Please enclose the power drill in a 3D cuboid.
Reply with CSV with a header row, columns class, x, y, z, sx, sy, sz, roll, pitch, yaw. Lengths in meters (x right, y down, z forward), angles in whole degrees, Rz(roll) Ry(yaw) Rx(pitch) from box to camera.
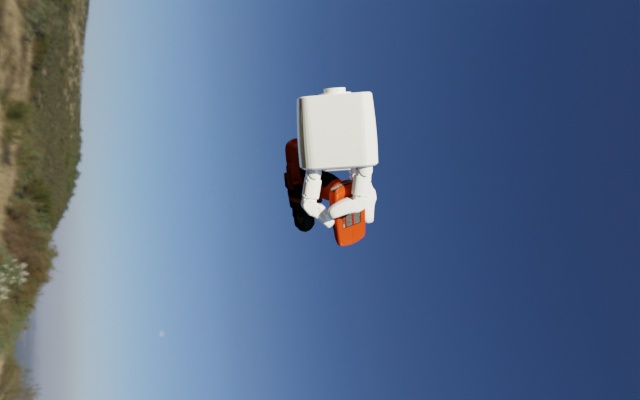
class,x,y,z,sx,sy,sz,roll,pitch,yaw
power drill,0.000,0.003,0.813,0.057,0.184,0.187,-22,34,-26
